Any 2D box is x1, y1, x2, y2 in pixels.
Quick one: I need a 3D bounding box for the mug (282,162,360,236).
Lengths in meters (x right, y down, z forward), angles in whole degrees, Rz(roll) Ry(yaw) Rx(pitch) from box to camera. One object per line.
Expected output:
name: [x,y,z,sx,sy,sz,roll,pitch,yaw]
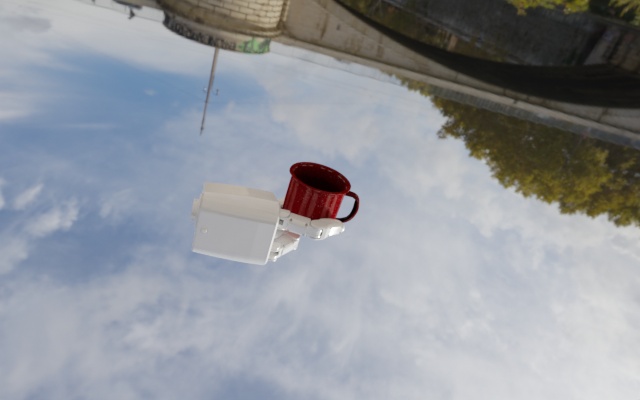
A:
mug: [0.001,0.003,0.711,0.117,0.081,0.093,12,28,-14]
